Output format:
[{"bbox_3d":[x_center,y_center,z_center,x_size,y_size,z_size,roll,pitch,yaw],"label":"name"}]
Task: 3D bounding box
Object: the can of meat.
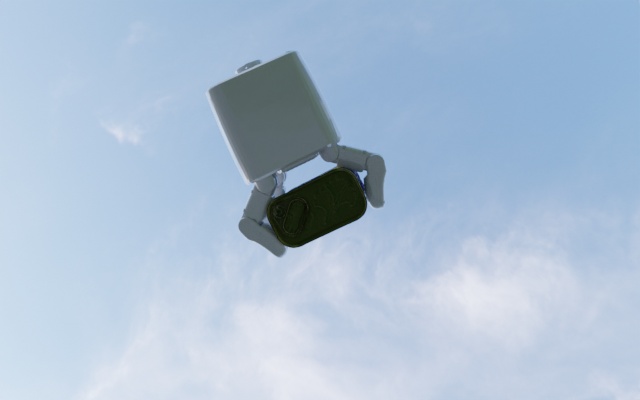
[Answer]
[{"bbox_3d":[0.000,0.002,0.525,0.102,0.057,0.084,-26,6,10],"label":"can of meat"}]
